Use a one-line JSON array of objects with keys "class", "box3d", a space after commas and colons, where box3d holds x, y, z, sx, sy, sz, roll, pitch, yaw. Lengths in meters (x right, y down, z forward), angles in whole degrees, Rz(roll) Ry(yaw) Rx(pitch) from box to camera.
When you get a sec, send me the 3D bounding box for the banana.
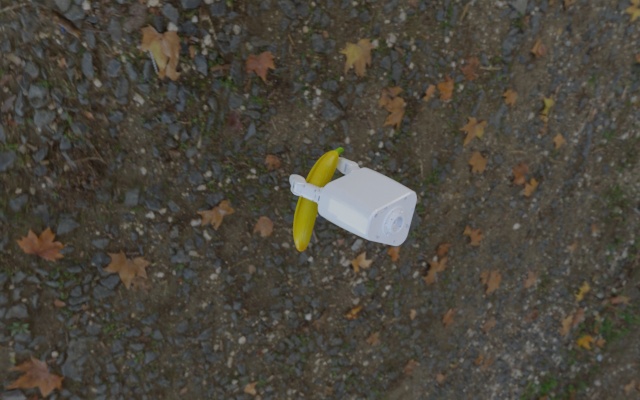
[{"class": "banana", "box3d": [-0.008, -0.004, 0.818, 0.037, 0.198, 0.069, 26, 4, 34]}]
